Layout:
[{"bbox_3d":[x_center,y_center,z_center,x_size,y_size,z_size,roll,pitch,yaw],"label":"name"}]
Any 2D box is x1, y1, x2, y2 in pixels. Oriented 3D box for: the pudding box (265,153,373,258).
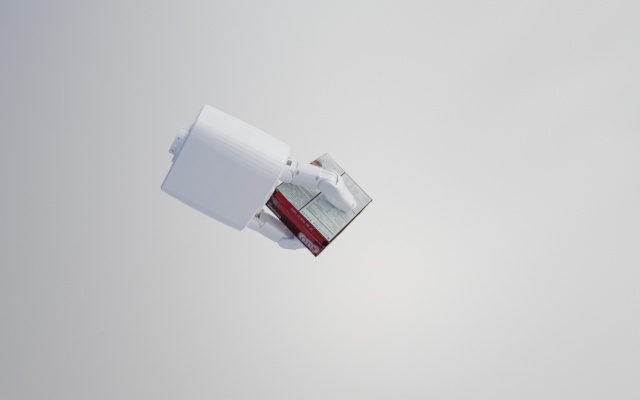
[{"bbox_3d":[0.000,0.002,0.577,0.113,0.090,0.039,-40,-5,-44],"label":"pudding box"}]
